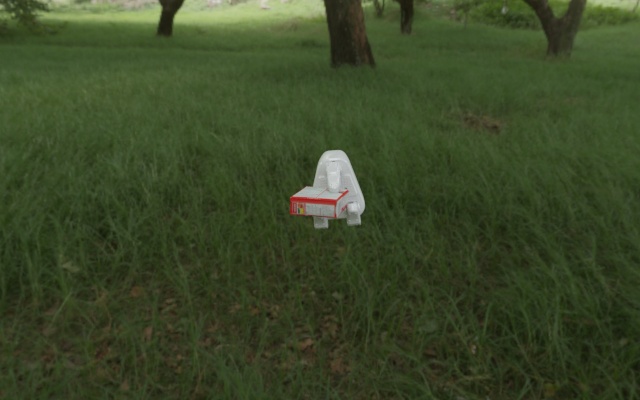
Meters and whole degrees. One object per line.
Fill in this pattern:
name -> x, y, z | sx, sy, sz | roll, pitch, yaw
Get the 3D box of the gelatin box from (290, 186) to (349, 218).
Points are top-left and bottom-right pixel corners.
gelatin box -> 0.000, 0.002, 0.743 | 0.073, 0.030, 0.089 | 5, 13, 14
